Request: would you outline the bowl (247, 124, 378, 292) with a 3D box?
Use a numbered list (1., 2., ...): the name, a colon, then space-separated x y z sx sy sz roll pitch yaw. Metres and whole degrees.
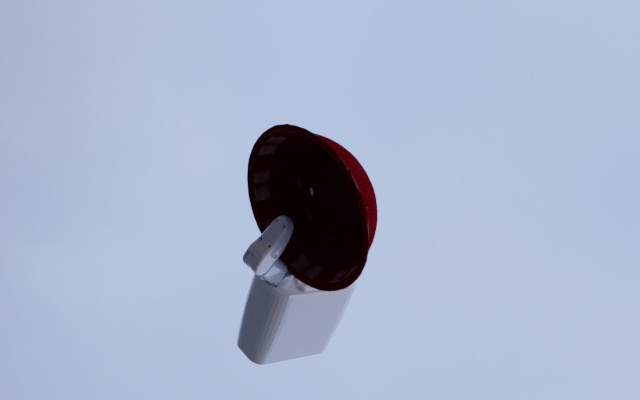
1. bowl: 0.001 0.000 0.452 0.055 0.162 0.162 -25 16 -38
